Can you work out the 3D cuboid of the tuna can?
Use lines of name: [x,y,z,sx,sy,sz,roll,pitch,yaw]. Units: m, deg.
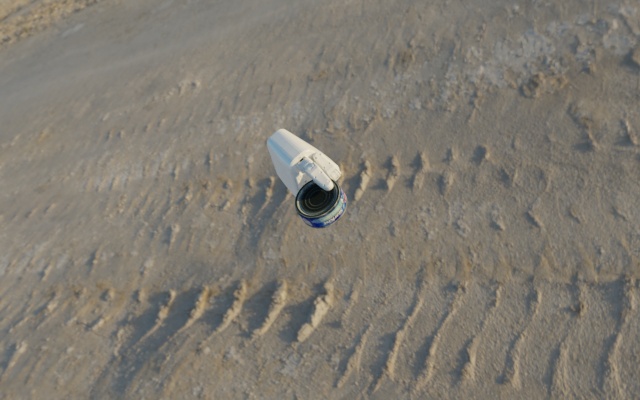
tuna can: [0.000,0.002,0.812,0.086,0.086,0.034,0,-33,26]
